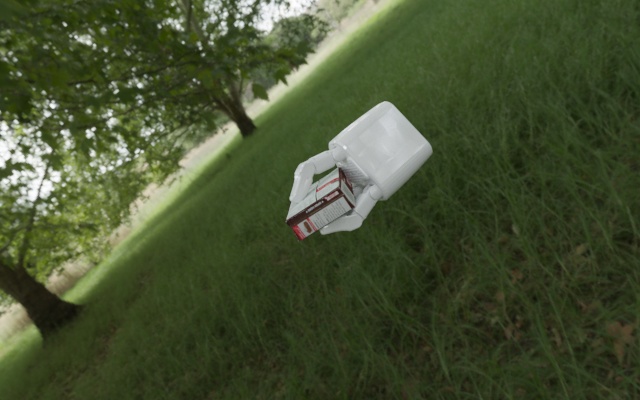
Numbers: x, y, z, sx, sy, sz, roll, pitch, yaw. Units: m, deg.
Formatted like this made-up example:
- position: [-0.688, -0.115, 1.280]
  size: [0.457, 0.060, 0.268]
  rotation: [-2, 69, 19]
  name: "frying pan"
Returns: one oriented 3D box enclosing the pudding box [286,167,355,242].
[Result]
- position: [0.000, 0.002, 0.670]
  size: [0.090, 0.039, 0.113]
  rotation: [-33, 12, 11]
  name: "pudding box"
